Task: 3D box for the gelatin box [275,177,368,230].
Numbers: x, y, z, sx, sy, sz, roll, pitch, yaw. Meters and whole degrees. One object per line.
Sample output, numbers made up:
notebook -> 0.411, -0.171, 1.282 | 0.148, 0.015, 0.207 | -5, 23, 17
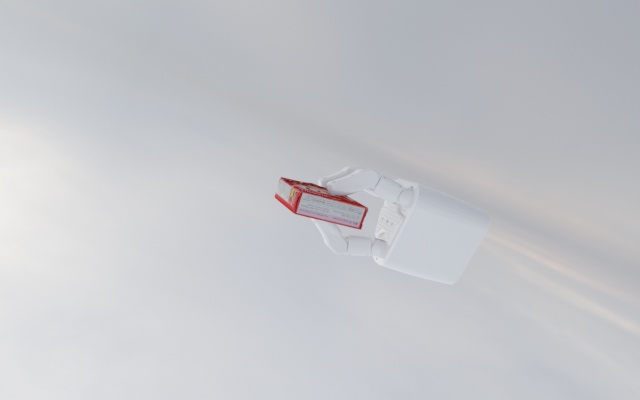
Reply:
gelatin box -> 0.000, 0.002, 0.556 | 0.089, 0.030, 0.073 | 13, 9, -25
